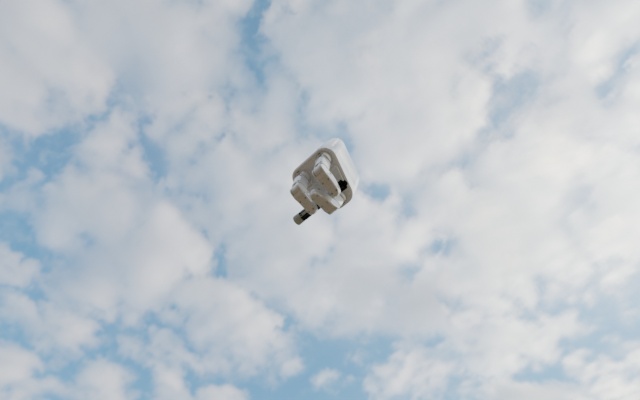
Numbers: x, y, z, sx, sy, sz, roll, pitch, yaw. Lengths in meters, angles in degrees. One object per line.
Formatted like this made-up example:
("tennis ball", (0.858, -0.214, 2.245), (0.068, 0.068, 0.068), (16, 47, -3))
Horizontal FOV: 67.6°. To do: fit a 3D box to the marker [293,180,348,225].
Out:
("marker", (0.000, 0.003, 0.839), (0.121, 0.020, 0.020), (-38, -17, 23))
